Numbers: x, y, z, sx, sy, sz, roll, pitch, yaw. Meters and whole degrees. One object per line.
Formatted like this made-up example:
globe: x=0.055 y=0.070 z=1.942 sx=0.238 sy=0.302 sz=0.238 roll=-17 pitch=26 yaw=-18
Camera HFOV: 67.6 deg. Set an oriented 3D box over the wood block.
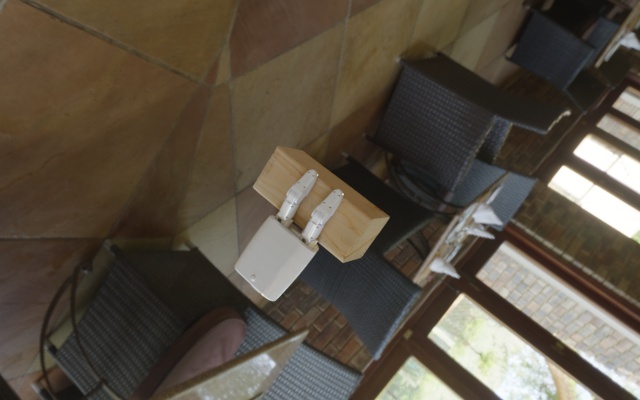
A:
wood block: x=0.000 y=0.003 z=0.809 sx=0.206 sy=0.090 sz=0.091 roll=38 pitch=15 yaw=20
